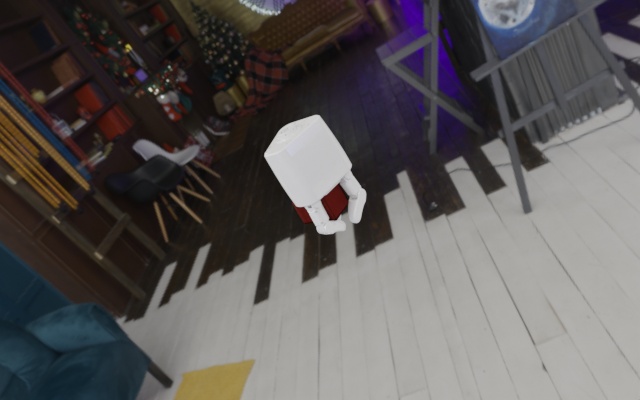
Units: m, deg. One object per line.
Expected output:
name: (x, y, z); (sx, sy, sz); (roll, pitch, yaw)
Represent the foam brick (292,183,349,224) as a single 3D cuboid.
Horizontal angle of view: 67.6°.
foam brick: (0.000, 0.003, 0.831); (0.078, 0.051, 0.053); (-10, 32, 42)
